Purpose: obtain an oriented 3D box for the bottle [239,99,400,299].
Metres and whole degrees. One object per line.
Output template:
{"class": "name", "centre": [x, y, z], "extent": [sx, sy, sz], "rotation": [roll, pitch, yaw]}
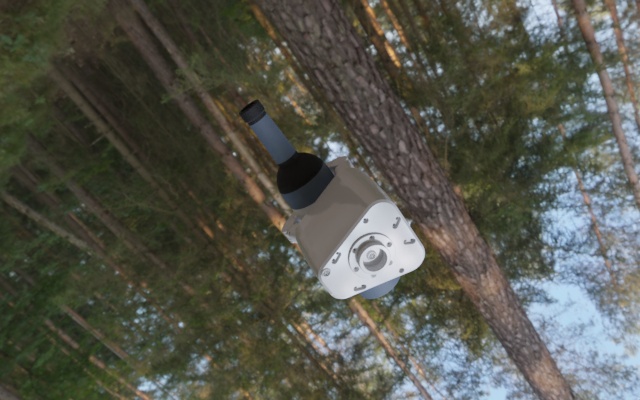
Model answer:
{"class": "bottle", "centre": [0.000, 0.002, 0.595], "extent": [0.069, 0.296, 0.069], "rotation": [-30, 25, 15]}
